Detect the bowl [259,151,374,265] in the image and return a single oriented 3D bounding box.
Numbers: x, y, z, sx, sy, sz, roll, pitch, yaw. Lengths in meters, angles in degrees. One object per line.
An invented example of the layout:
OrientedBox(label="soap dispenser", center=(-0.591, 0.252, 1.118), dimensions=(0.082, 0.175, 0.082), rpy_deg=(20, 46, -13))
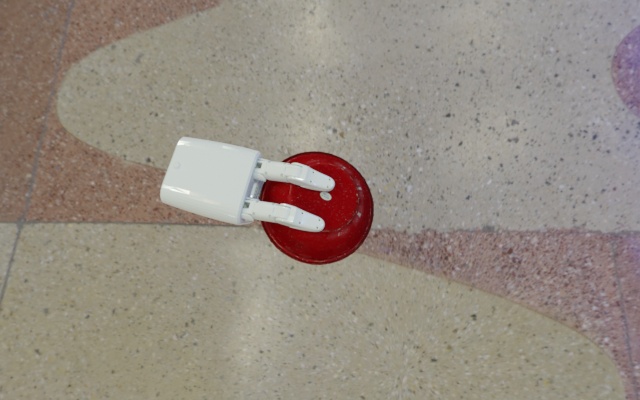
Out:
OrientedBox(label="bowl", center=(0.001, 0.002, 0.635), dimensions=(0.162, 0.162, 0.055), rpy_deg=(0, -14, -11))
